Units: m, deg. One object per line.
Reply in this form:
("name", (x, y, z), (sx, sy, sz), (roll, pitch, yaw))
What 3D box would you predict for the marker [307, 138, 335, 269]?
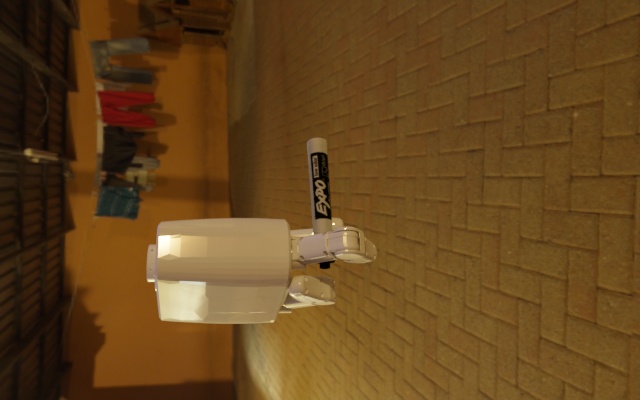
("marker", (0.000, 0.001, 0.428), (0.020, 0.121, 0.020), (-3, -20, -1))
